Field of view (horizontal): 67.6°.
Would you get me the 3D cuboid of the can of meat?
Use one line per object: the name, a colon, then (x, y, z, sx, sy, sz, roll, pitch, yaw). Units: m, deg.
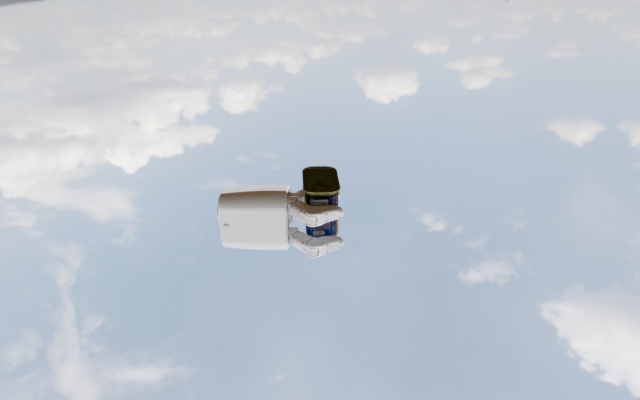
can of meat: (0.000, 0.003, 0.770, 0.057, 0.084, 0.102, -1, 27, -3)
